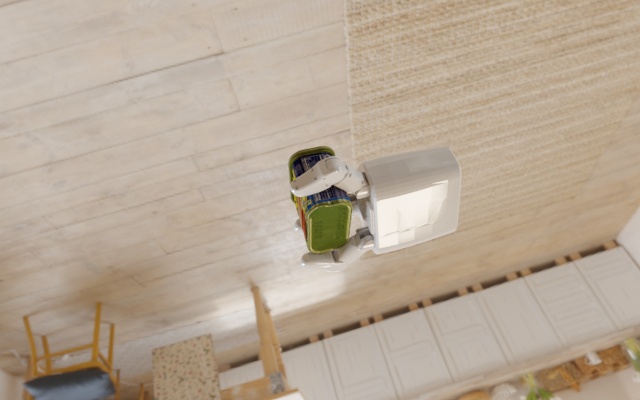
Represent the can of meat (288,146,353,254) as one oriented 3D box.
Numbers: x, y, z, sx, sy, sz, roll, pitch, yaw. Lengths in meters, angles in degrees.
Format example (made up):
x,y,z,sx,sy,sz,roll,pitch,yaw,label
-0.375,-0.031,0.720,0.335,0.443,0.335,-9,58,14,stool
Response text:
x,y,z,sx,sy,sz,roll,pitch,yaw,label
0.000,0.002,0.564,0.057,0.084,0.102,-12,-37,-9,can of meat
